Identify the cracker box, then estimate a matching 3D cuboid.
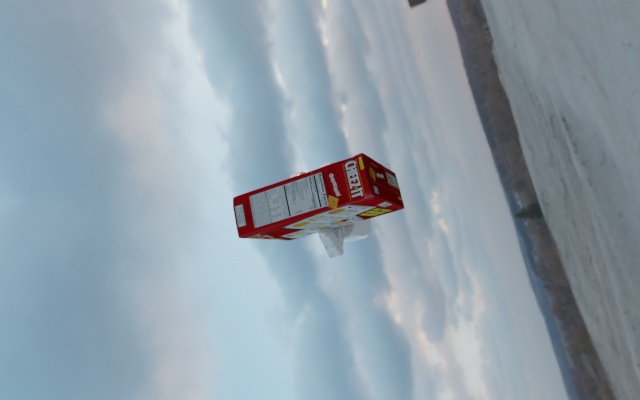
[{"bbox_3d":[0.000,0.003,0.729,0.214,0.072,0.164,-18,-13,21],"label":"cracker box"}]
